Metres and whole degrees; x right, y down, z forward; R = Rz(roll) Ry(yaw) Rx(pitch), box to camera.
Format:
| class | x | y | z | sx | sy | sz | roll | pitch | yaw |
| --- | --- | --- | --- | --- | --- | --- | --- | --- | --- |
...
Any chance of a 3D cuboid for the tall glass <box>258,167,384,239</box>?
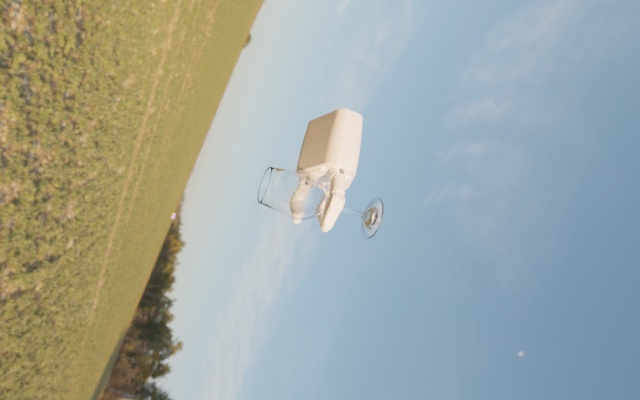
| class | x | y | z | sx | sy | sz | roll | pitch | yaw |
| --- | --- | --- | --- | --- | --- | --- | --- | --- | --- |
| tall glass | 0.001 | 0.003 | 0.794 | 0.201 | 0.079 | 0.079 | 17 | -6 | -19 |
